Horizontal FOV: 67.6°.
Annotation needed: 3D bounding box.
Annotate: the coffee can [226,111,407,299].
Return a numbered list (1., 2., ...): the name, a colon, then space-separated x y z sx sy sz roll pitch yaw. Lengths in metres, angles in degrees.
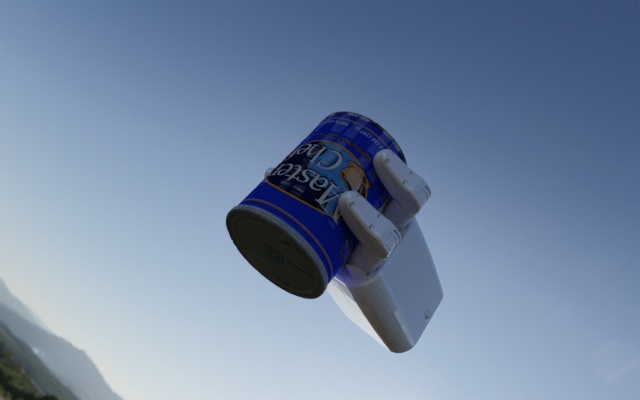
1. coffee can: 0.000 0.001 0.428 0.103 0.103 0.140 0 40 48
